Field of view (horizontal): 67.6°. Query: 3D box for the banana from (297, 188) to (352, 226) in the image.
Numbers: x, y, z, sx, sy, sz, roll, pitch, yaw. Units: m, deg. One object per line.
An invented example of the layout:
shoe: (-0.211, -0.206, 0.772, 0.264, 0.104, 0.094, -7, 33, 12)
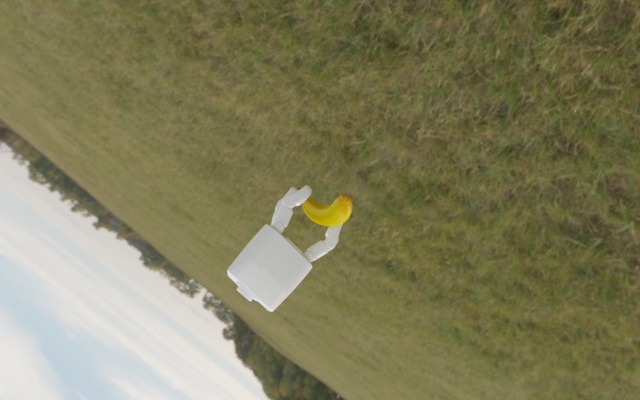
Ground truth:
banana: (0.010, 0.016, 0.842, 0.037, 0.070, 0.198, -46, 22, -17)
